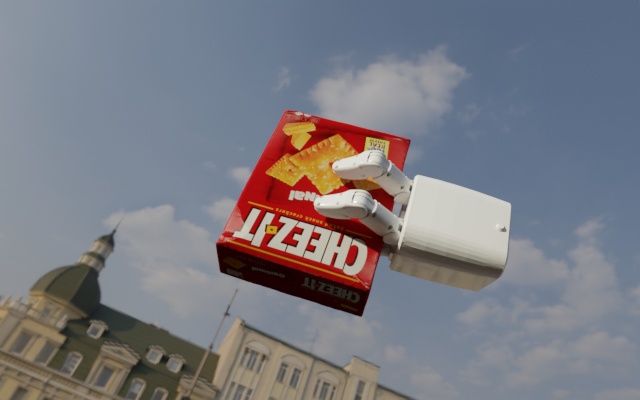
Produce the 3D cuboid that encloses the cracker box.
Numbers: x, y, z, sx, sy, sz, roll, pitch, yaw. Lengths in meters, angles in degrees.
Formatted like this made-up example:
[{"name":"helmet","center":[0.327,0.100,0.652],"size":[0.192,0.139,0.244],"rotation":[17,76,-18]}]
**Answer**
[{"name":"cracker box","center":[0.000,0.002,0.547],"size":[0.164,0.213,0.072],"rotation":[16,-36,8]}]
